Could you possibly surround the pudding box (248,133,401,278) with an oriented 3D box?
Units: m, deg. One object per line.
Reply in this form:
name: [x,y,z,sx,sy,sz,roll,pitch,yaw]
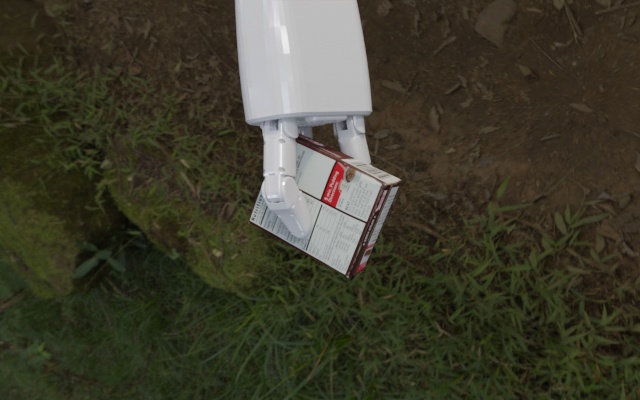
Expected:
pudding box: [0.000,0.001,0.417,0.113,0.090,0.039,28,17,24]
